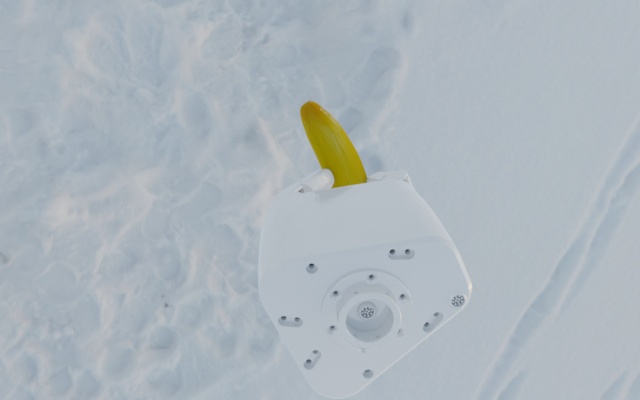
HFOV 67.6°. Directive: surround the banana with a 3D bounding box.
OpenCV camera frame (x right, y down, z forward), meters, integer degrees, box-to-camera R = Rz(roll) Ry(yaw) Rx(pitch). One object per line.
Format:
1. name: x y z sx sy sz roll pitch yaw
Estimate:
1. banana: 0.018 0.006 0.451 0.069 0.198 0.037 4 22 19
